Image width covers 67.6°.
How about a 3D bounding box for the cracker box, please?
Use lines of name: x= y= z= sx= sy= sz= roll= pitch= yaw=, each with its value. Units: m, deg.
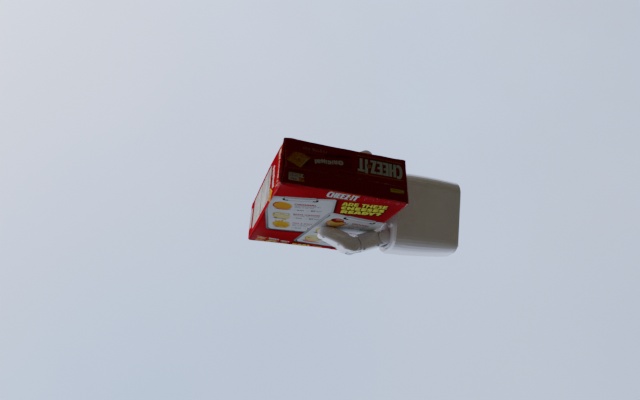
cracker box: x=0.000 y=0.002 z=0.663 sx=0.164 sy=0.072 sz=0.214 roll=9 pitch=-25 yaw=-16
